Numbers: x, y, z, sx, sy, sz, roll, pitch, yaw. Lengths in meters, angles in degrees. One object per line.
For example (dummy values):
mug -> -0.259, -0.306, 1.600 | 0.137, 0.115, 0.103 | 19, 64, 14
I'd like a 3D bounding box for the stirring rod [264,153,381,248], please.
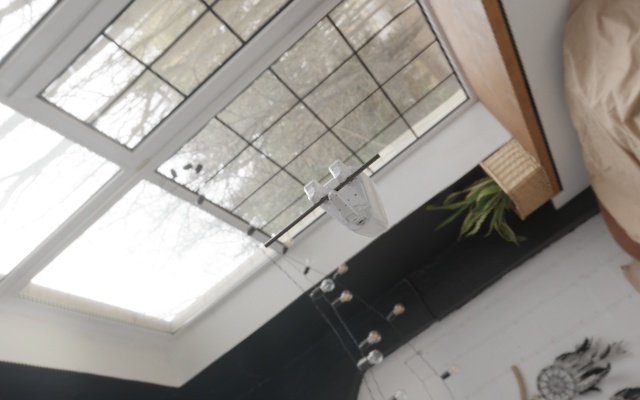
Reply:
stirring rod -> 0.000, 0.003, 0.770 | 0.239, 0.011, 0.011 | -39, -9, 12
